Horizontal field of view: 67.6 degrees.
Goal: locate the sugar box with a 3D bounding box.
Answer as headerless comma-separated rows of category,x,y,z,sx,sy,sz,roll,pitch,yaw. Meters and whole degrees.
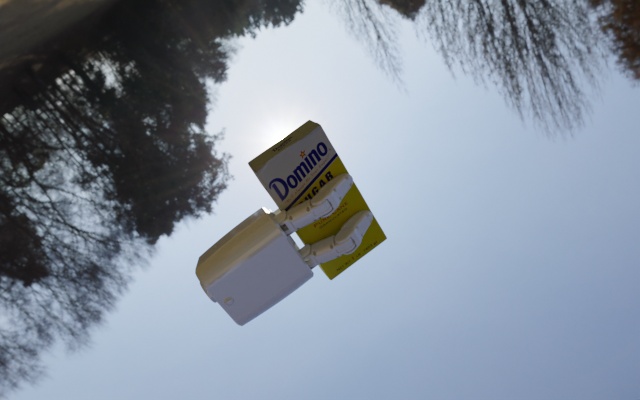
sugar box,0.000,0.002,0.577,0.093,0.176,0.048,-37,28,-7
